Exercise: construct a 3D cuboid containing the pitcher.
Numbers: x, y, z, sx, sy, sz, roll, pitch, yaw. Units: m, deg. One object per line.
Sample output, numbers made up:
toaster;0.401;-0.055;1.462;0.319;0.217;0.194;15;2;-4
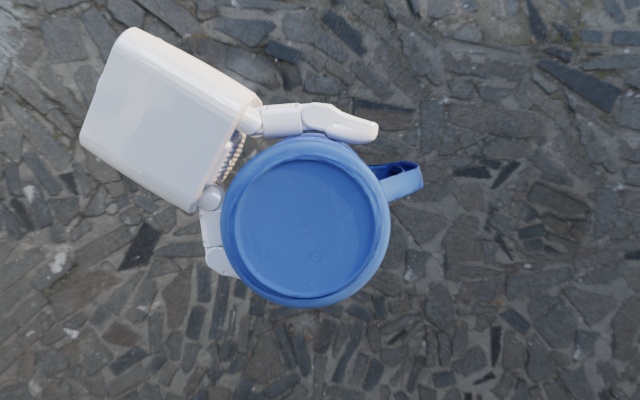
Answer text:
pitcher;0.000;0.001;0.410;0.145;0.149;0.243;31;5;-4
